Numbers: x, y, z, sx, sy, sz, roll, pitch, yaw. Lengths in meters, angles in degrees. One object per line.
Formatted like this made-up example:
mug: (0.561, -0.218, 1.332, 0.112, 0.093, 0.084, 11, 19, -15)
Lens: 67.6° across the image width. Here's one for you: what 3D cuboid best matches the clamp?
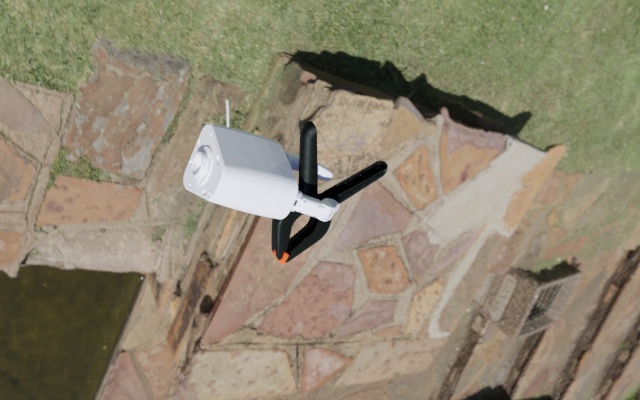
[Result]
clamp: (0.000, 0.003, 0.691, 0.164, 0.210, 0.036, 14, 21, -37)
